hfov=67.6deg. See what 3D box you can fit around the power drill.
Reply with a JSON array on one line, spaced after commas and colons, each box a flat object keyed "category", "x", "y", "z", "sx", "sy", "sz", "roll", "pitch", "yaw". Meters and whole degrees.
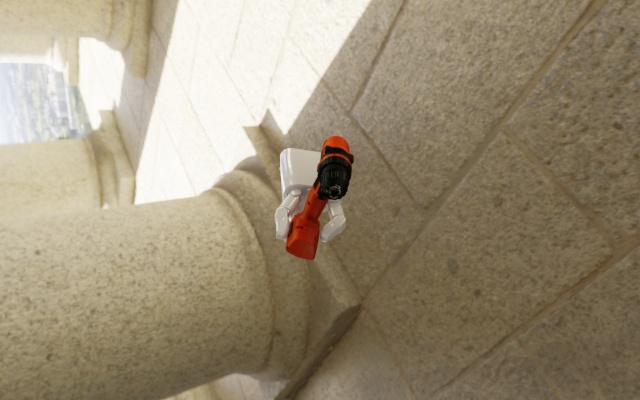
[{"category": "power drill", "x": 0.000, "y": 0.003, "z": 0.777, "sx": 0.057, "sy": 0.188, "sz": 0.184, "roll": 22, "pitch": 27, "yaw": -6}]
